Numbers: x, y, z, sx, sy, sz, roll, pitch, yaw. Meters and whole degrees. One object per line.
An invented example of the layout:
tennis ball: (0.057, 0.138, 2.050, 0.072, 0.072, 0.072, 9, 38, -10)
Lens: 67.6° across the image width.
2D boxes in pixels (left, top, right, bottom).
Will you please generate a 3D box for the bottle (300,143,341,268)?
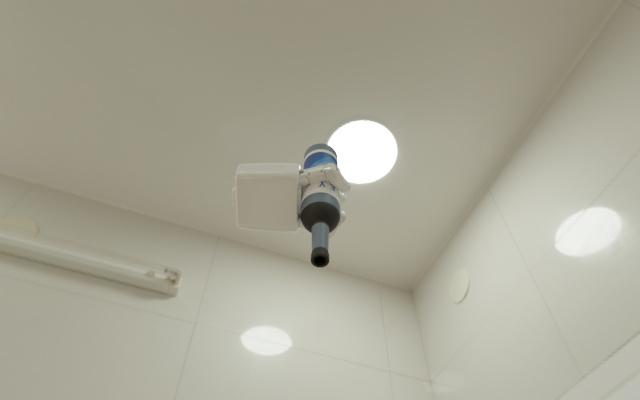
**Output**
bottle: (0.000, 0.003, 0.815, 0.069, 0.069, 0.295, 0, 36, 0)
